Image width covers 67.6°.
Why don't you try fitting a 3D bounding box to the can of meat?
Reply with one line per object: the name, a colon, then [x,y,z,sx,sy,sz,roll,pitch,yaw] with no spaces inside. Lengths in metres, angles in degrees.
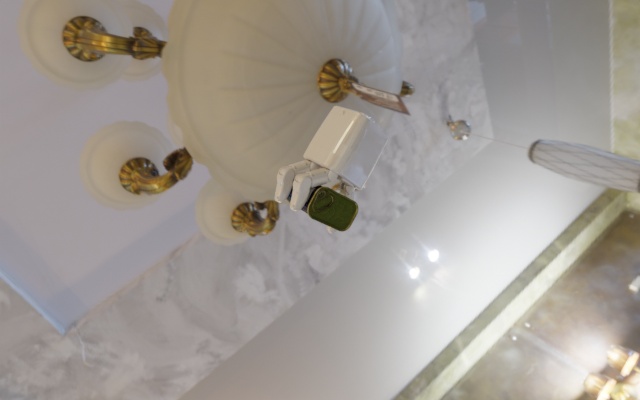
can of meat: [0.000,0.003,0.819,0.102,0.057,0.084,26,3,-39]
